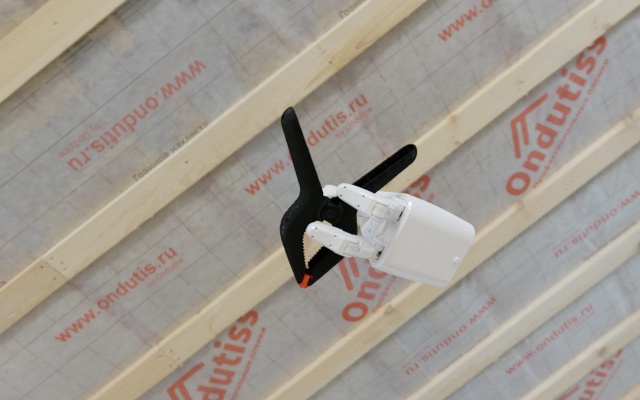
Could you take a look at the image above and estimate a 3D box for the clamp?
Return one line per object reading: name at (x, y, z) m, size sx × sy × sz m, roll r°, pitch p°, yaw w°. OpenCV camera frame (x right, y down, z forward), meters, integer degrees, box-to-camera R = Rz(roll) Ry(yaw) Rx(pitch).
clamp at (0.000, 0.002, 0.556) m, size 0.164 × 0.210 × 0.036 m, roll 21°, pitch 14°, yaw -19°
